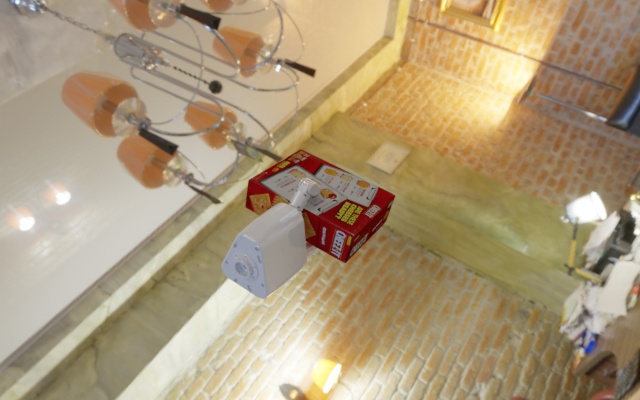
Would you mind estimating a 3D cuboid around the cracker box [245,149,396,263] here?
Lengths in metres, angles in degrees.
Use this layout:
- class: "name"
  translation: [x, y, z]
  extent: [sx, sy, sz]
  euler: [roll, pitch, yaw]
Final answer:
- class: "cracker box"
  translation: [0.000, 0.003, 0.855]
  extent: [0.213, 0.072, 0.164]
  euler: [28, 37, 20]
